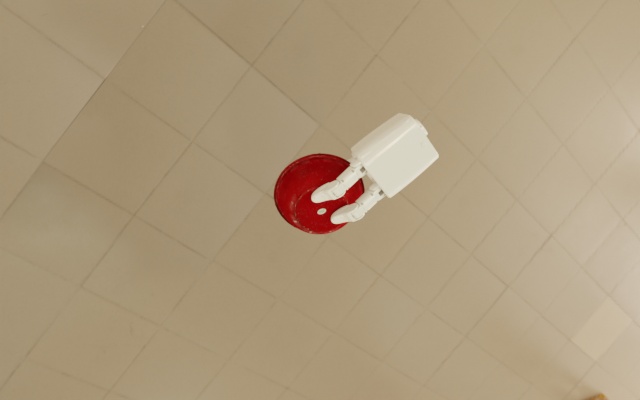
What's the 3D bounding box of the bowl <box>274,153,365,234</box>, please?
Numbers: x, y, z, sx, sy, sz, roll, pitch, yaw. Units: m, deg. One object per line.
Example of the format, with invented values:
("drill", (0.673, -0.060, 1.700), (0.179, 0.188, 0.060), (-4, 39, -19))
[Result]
("bowl", (-0.001, 0.004, 0.823), (0.162, 0.162, 0.055), (0, 31, -5))
